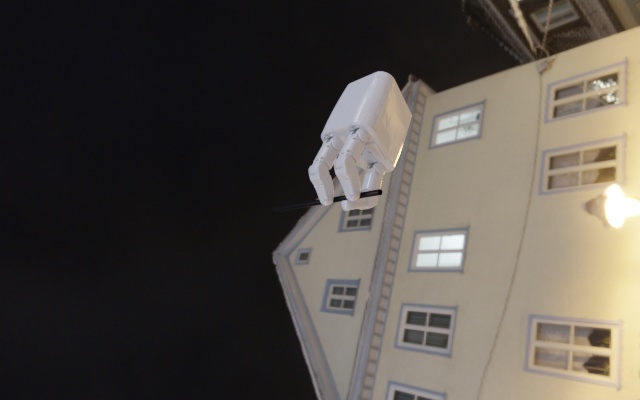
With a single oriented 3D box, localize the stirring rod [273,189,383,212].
[{"bbox_3d":[0.000,0.002,0.703,0.011,0.011,0.239,0,-6,-40],"label":"stirring rod"}]
